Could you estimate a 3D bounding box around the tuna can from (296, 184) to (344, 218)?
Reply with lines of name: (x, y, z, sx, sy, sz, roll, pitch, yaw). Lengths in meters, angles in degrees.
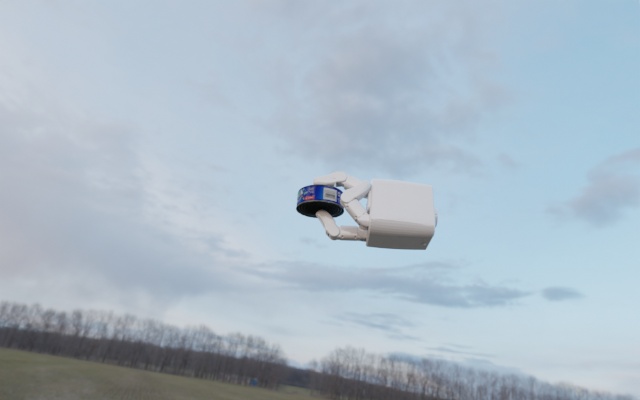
tuna can: (0.000, 0.002, 0.851, 0.086, 0.033, 0.086, 3, -22, 1)
